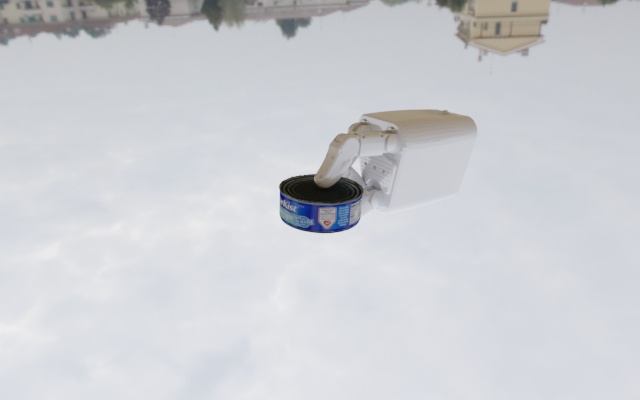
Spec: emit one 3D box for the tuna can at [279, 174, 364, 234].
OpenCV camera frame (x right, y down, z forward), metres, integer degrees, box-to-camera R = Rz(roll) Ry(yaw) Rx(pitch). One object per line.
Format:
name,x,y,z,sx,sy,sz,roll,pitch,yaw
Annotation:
tuna can,0.000,0.002,0.489,0.086,0.034,0.086,3,21,-1
